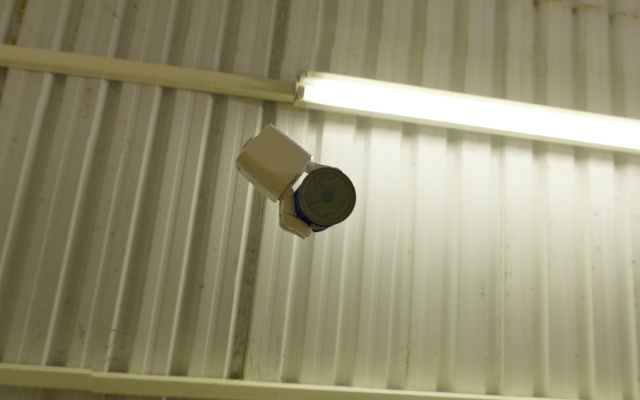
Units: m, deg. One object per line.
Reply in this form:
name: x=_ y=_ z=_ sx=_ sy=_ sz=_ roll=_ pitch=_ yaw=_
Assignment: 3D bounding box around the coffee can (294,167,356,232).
coffee can: x=0.000 y=0.003 z=0.892 sx=0.103 sy=0.103 sz=0.140 roll=0 pitch=-9 yaw=-11
